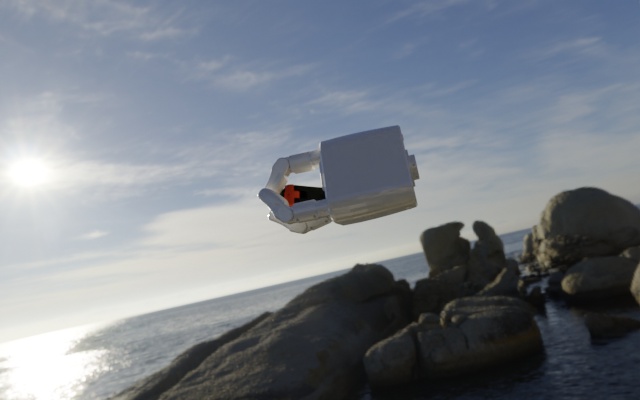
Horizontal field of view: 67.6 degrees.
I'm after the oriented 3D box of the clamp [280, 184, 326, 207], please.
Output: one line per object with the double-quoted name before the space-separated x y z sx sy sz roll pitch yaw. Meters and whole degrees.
"clamp" 0.000 0.002 0.693 0.120 0.039 0.171 -11 -8 11
